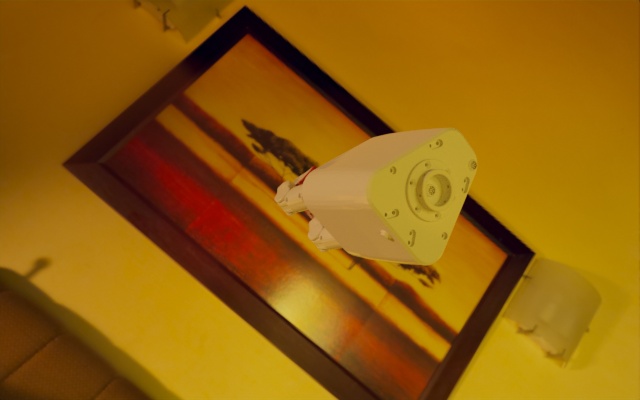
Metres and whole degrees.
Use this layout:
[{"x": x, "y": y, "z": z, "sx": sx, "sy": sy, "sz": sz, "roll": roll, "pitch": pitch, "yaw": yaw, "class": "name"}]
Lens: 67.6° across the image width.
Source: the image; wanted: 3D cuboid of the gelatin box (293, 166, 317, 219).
[{"x": 0.000, "y": 0.001, "z": 0.549, "sx": 0.073, "sy": 0.030, "sz": 0.089, "roll": 44, "pitch": -15, "yaw": -7, "class": "gelatin box"}]
